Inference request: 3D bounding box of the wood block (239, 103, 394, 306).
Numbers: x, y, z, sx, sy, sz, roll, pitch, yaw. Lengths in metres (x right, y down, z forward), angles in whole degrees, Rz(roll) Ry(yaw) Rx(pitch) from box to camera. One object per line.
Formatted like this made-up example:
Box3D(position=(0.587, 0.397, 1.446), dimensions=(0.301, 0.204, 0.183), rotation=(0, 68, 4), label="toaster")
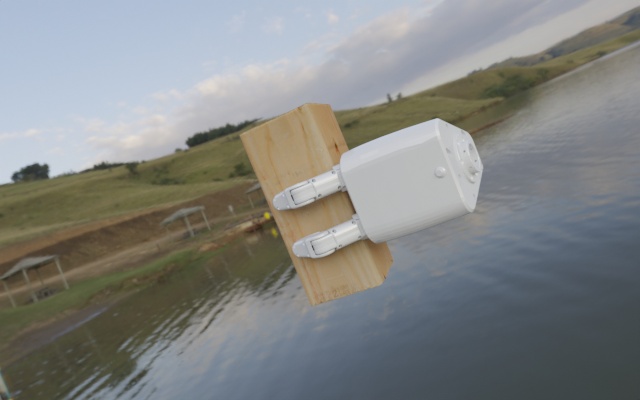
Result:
Box3D(position=(0.000, 0.001, 0.553), dimensions=(0.090, 0.206, 0.091), rotation=(-21, 3, 19), label="wood block")
